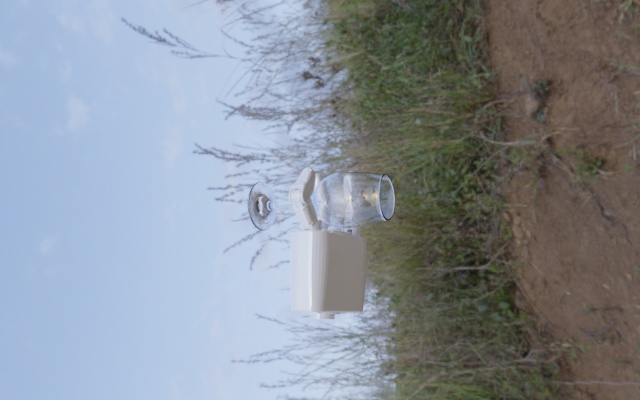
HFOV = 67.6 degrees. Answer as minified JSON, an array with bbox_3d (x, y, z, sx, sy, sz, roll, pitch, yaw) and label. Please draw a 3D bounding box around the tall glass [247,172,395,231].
[{"bbox_3d":[-0.001,0.002,0.674,0.201,0.079,0.079,-5,-2,27],"label":"tall glass"}]
